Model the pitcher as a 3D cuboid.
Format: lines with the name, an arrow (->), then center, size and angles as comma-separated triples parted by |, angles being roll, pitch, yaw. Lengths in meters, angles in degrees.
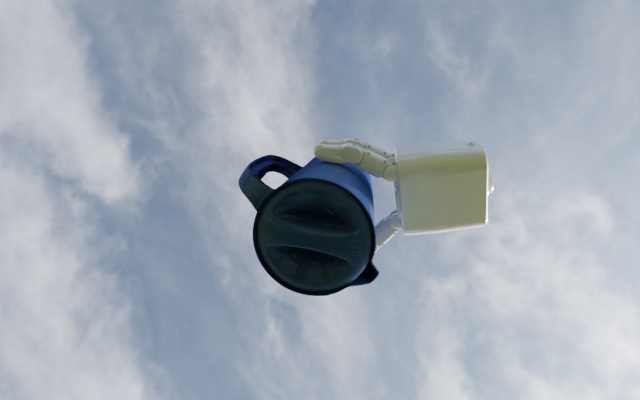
pitcher -> 0.000, 0.002, 0.611 | 0.145, 0.149, 0.242 | -7, 15, 10
